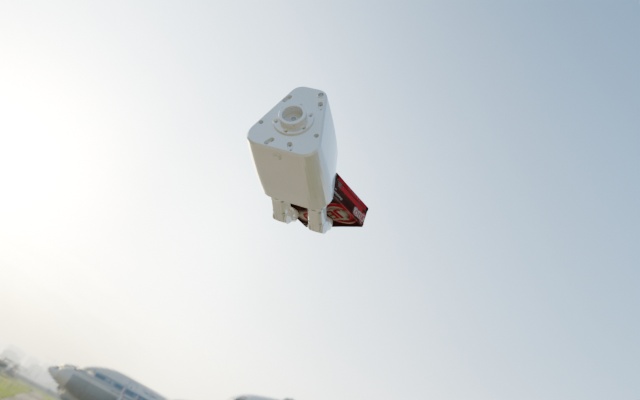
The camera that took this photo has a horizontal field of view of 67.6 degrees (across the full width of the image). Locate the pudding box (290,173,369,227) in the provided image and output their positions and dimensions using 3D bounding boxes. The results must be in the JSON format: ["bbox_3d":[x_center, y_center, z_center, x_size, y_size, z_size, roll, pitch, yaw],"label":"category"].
[{"bbox_3d":[0.000,0.002,0.696,0.113,0.039,0.090,-1,-35,42],"label":"pudding box"}]
